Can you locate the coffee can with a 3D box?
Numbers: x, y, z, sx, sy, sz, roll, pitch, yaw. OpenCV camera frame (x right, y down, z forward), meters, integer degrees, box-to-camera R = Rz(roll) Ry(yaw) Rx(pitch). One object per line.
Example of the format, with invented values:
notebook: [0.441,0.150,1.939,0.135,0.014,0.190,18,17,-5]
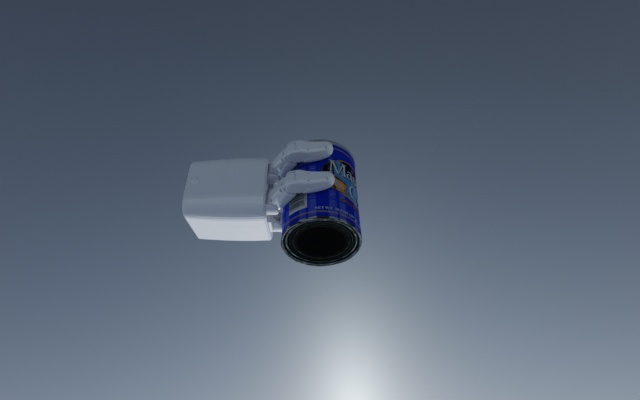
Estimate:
coffee can: [0.000,0.002,0.644,0.103,0.140,0.103,-1,-41,-1]
